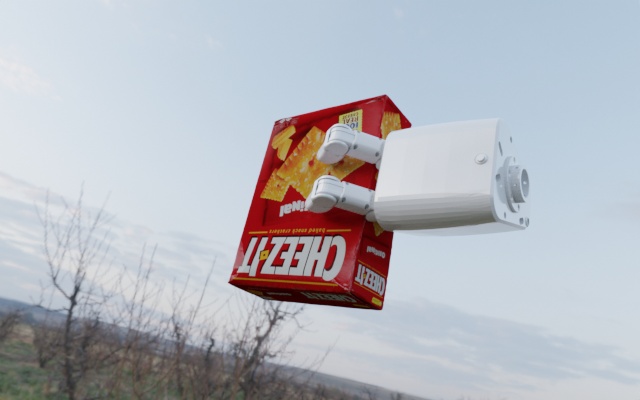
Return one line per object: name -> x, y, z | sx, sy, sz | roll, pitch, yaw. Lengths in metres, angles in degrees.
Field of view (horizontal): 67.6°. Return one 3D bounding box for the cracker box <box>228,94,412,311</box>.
cracker box -> 0.000, 0.002, 0.525 | 0.164, 0.213, 0.072 | -4, -27, 38
